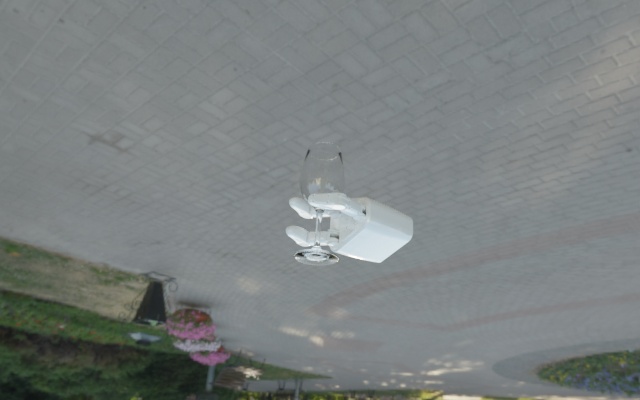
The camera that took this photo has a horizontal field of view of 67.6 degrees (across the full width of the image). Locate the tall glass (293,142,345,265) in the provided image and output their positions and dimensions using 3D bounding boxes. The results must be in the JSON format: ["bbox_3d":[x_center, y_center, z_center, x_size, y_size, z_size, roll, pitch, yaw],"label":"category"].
[{"bbox_3d":[0.000,0.003,0.806,0.079,0.201,0.079,3,-25,2],"label":"tall glass"}]
